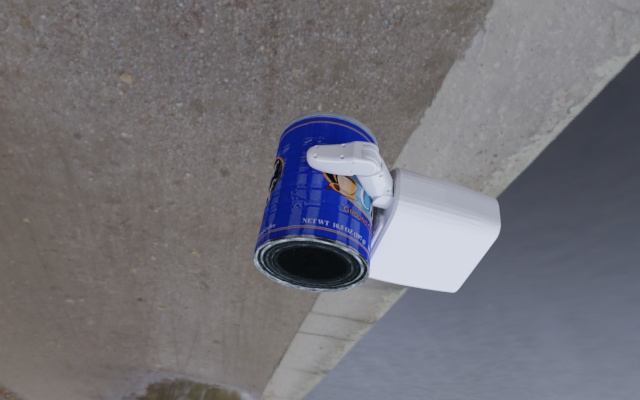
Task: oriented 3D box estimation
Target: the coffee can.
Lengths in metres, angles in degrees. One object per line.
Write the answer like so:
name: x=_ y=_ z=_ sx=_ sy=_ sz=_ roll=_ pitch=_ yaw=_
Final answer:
coffee can: x=0.000 y=0.001 z=0.454 sx=0.103 sy=0.140 sz=0.103 roll=6 pitch=-34 yaw=4
